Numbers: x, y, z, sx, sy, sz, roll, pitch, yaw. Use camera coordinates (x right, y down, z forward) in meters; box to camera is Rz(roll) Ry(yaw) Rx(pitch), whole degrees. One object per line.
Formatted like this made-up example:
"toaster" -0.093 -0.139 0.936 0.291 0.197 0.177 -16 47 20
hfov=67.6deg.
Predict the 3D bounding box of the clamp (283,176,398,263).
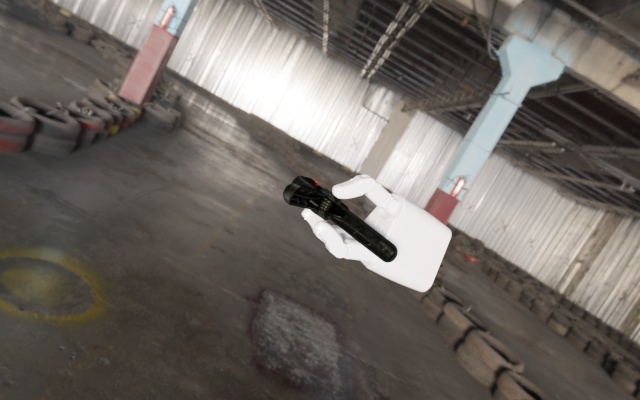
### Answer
"clamp" 0.001 0.001 0.643 0.164 0.036 0.210 32 6 -26
